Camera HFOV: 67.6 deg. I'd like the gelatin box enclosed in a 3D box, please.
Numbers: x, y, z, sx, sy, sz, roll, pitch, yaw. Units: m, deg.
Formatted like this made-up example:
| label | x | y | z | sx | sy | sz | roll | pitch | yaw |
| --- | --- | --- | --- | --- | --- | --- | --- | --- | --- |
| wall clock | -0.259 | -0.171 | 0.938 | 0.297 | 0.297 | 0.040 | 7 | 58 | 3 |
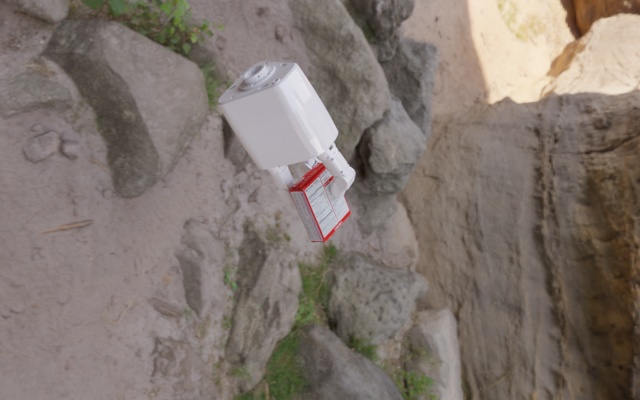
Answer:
| label | x | y | z | sx | sy | sz | roll | pitch | yaw |
| --- | --- | --- | --- | --- | --- | --- | --- | --- | --- |
| gelatin box | 0.001 | 0.002 | 0.665 | 0.030 | 0.089 | 0.073 | -2 | 31 | 40 |
